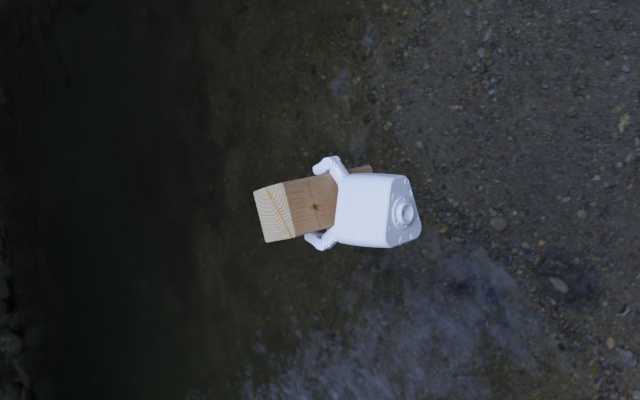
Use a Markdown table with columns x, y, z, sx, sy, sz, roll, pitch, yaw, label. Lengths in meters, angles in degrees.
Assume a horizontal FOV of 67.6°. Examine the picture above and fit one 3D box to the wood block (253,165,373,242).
| x | y | z | sx | sy | sz | roll | pitch | yaw | label |
| --- | --- | --- | --- | --- | --- | --- | --- | --- | --- |
| 0.000 | 0.002 | 0.838 | 0.206 | 0.091 | 0.090 | -13 | -1 | -41 | wood block |
